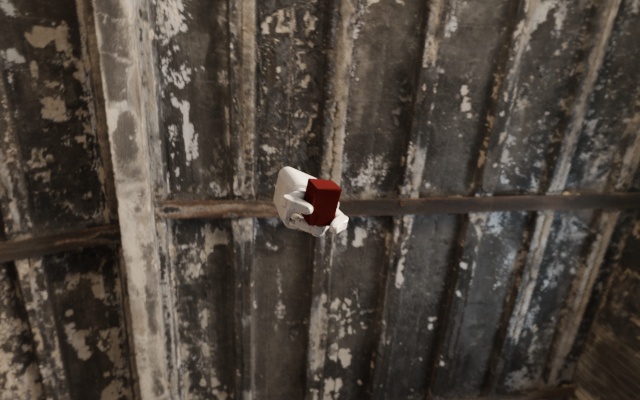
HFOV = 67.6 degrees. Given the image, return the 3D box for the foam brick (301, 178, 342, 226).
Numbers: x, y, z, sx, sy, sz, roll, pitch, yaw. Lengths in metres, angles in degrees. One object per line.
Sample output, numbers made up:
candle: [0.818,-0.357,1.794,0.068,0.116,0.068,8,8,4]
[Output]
foam brick: [0.000,0.003,0.900,0.053,0.078,0.051,5,23,-23]
